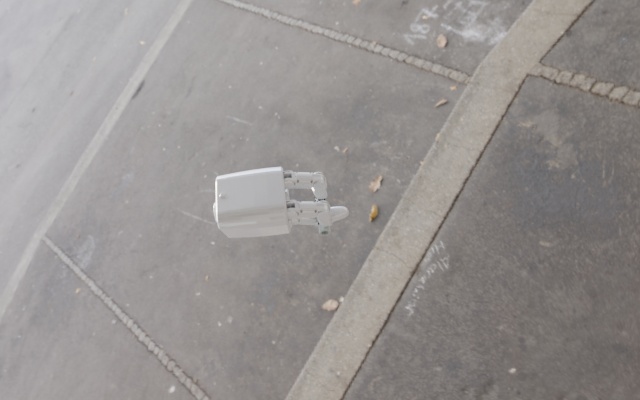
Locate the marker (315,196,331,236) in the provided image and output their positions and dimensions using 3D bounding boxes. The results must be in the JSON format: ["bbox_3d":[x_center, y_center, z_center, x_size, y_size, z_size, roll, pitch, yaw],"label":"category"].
[{"bbox_3d":[0.000,0.003,0.809,0.020,0.121,0.020,-6,-32,-4],"label":"marker"}]
